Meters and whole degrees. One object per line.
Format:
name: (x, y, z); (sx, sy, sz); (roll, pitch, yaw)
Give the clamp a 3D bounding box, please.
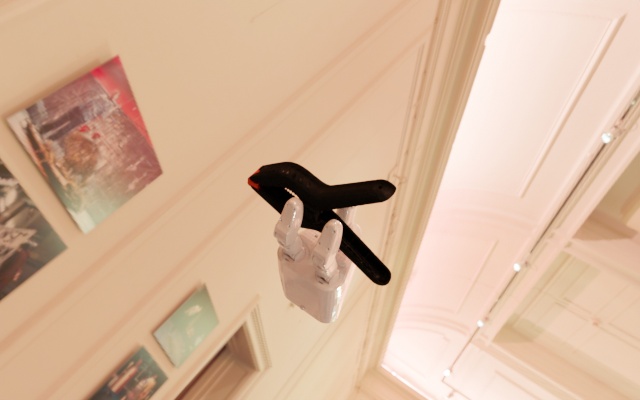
clamp: (0.000, 0.001, 0.556); (0.210, 0.165, 0.036); (30, 55, 21)
